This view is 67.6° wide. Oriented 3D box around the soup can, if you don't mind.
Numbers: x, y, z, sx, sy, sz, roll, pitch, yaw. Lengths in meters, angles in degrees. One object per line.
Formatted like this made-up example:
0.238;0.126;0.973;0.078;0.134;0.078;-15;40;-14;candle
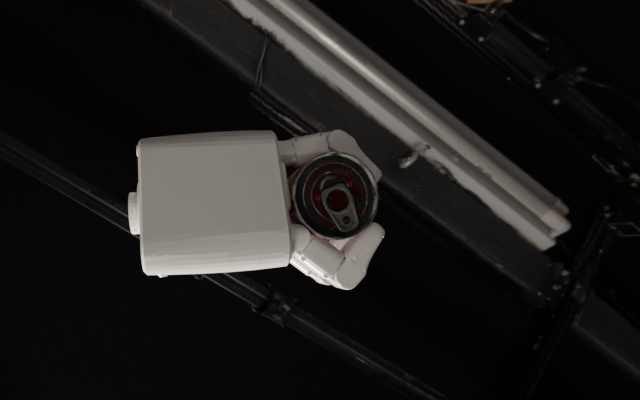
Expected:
0.000;0.001;0.412;0.068;0.068;0.102;0;-6;-15;soup can
